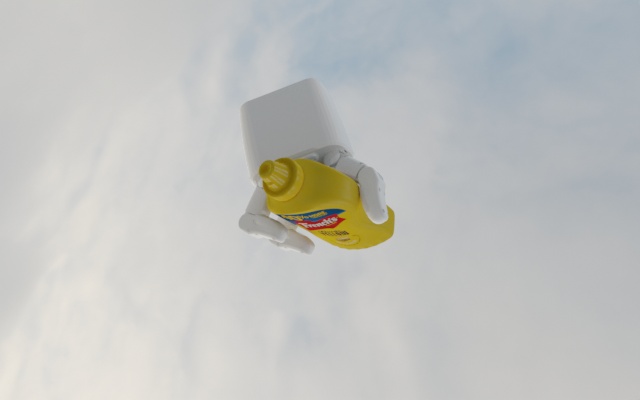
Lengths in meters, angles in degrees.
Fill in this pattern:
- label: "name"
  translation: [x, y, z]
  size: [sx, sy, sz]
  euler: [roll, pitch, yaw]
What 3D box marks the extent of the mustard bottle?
- label: "mustard bottle"
  translation: [0.000, 0.002, 0.506]
  size: [0.096, 0.058, 0.192]
  euler: [-5, -22, 31]
